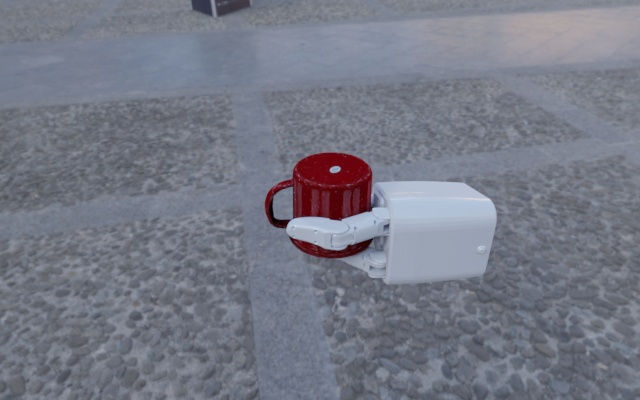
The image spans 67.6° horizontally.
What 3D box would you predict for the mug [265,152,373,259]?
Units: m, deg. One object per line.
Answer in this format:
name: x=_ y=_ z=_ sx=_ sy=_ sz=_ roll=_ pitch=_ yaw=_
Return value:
mug: x=-0.001 y=0.001 z=0.501 sx=0.117 sy=0.081 sz=0.093 roll=-2 pitch=31 yaw=-5
